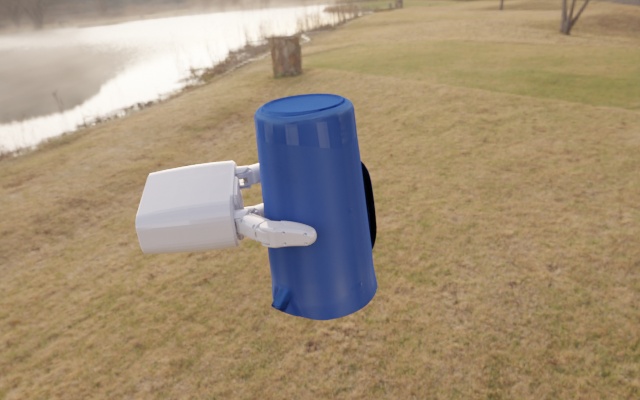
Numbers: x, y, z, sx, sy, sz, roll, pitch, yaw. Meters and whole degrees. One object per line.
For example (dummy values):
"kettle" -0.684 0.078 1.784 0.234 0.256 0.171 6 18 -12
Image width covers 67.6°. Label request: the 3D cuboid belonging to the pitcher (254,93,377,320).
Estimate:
"pitcher" 0.000 0.002 0.564 0.145 0.243 0.149 -6 24 0
